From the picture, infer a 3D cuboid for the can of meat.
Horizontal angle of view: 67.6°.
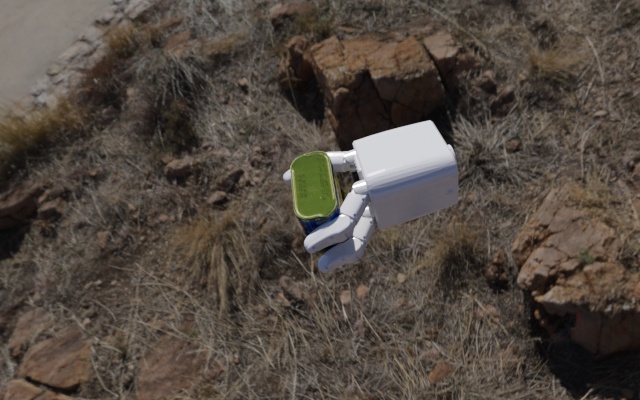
[{"bbox_3d":[0.000,0.002,0.594,0.057,0.102,0.084,-13,-34,7],"label":"can of meat"}]
